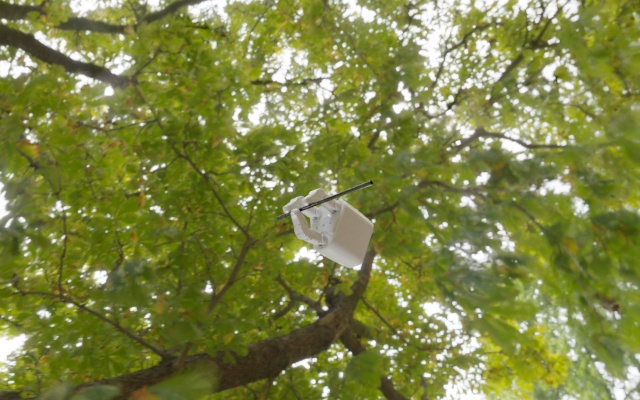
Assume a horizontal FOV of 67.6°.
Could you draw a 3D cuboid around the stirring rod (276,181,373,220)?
[{"bbox_3d":[0.000,0.003,0.896,0.239,0.011,0.011,-21,-14,39],"label":"stirring rod"}]
